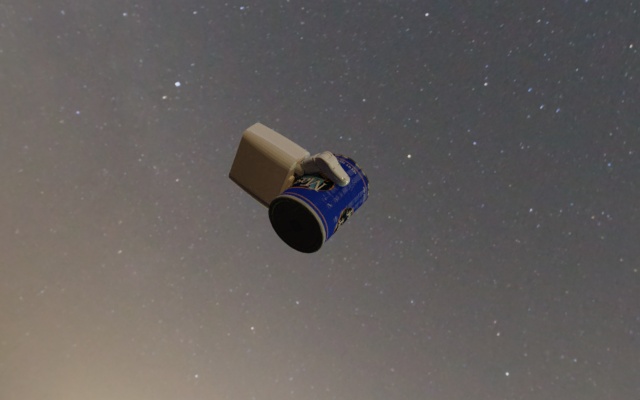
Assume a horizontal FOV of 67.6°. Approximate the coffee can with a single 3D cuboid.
[{"bbox_3d":[0.000,0.003,0.761,0.103,0.103,0.140,0,31,40],"label":"coffee can"}]
